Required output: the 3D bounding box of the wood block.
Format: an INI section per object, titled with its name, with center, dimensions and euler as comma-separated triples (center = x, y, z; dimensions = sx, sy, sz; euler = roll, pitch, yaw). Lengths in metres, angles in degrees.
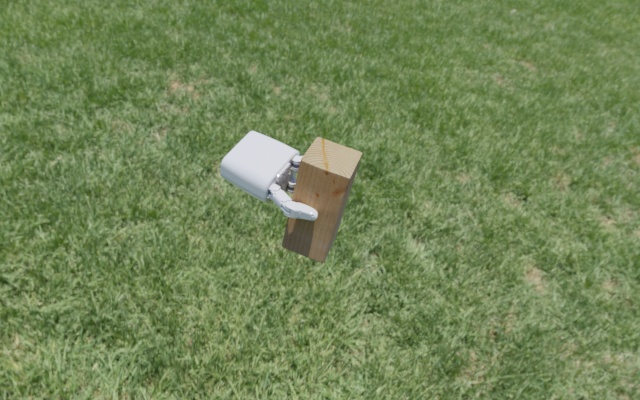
[wood block]
center = 0.000, 0.003, 0.878
dimensions = 0.090, 0.206, 0.090
euler = 21, 39, 7
